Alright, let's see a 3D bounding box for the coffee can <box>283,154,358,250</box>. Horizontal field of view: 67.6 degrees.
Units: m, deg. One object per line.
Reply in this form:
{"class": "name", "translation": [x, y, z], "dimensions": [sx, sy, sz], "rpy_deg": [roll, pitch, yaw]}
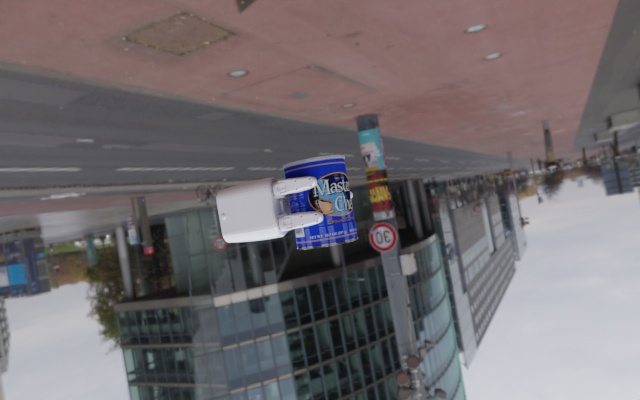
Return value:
{"class": "coffee can", "translation": [0.000, 0.002, 0.783], "dimensions": [0.103, 0.140, 0.103], "rpy_deg": [-10, -1, 0]}
